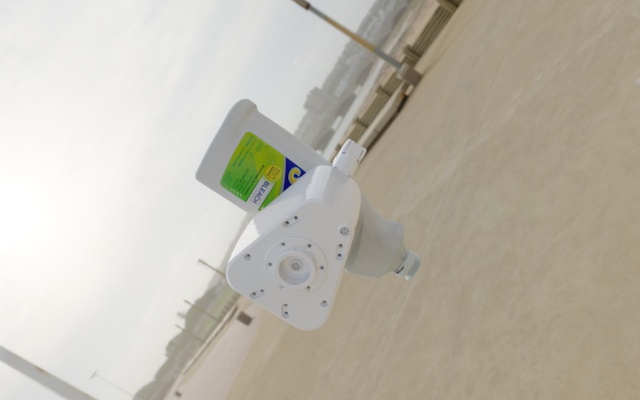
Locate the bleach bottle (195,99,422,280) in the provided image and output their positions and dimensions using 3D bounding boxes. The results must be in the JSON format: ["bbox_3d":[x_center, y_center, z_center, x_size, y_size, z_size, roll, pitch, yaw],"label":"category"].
[{"bbox_3d":[0.000,0.002,0.507,0.251,0.102,0.068,32,17,-4],"label":"bleach bottle"}]
